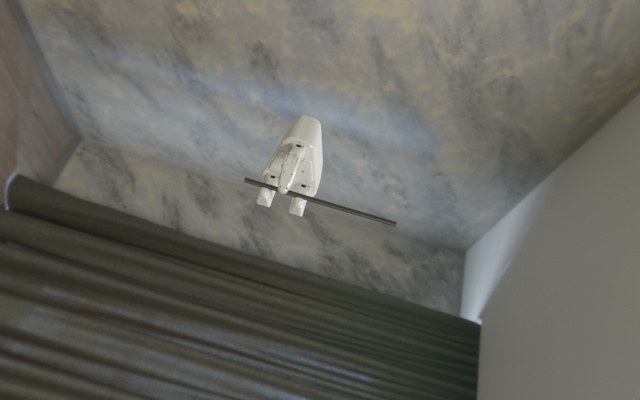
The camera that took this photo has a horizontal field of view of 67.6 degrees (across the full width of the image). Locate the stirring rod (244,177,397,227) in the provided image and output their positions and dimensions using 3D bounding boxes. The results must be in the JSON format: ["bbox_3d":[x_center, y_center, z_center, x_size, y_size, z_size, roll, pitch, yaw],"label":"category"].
[{"bbox_3d":[0.000,0.002,0.728,0.239,0.011,0.011,16,0,-1],"label":"stirring rod"}]
